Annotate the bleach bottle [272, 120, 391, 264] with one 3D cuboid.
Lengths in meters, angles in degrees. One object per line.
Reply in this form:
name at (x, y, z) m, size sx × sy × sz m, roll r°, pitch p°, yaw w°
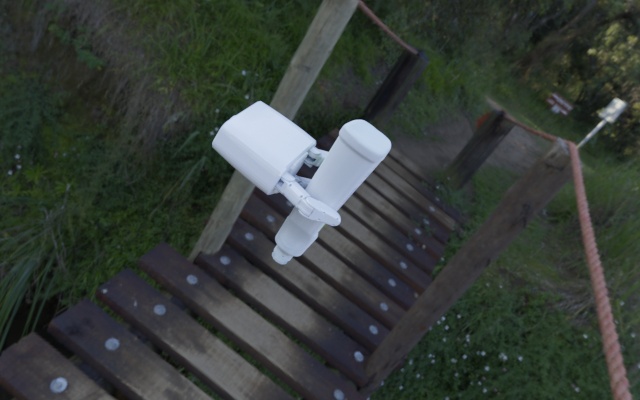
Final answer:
bleach bottle at (0.000, 0.002, 0.696) m, size 0.068 × 0.251 × 0.102 m, roll 39°, pitch 25°, yaw 5°
